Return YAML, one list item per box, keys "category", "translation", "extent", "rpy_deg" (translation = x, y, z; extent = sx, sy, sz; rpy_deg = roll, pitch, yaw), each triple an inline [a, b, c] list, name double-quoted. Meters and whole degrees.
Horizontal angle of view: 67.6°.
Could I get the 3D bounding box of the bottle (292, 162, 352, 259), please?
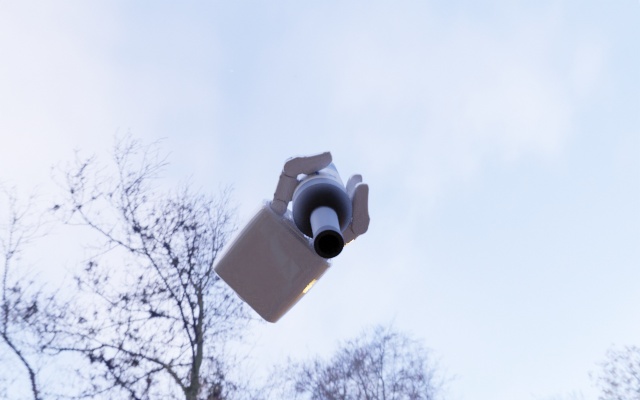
- category: "bottle"
  translation: [0.000, 0.002, 0.560]
  extent: [0.069, 0.069, 0.295]
  rpy_deg: [0, 15, -3]
